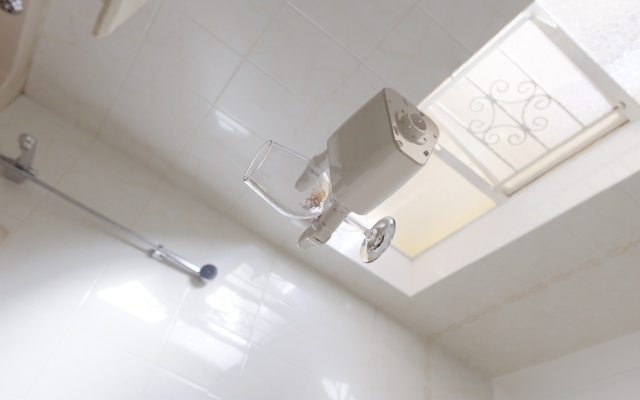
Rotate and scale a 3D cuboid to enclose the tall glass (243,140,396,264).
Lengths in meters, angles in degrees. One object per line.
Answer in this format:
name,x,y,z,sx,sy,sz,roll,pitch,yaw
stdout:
tall glass,0.001,0.003,0.625,0.201,0.079,0.079,33,-12,-18
